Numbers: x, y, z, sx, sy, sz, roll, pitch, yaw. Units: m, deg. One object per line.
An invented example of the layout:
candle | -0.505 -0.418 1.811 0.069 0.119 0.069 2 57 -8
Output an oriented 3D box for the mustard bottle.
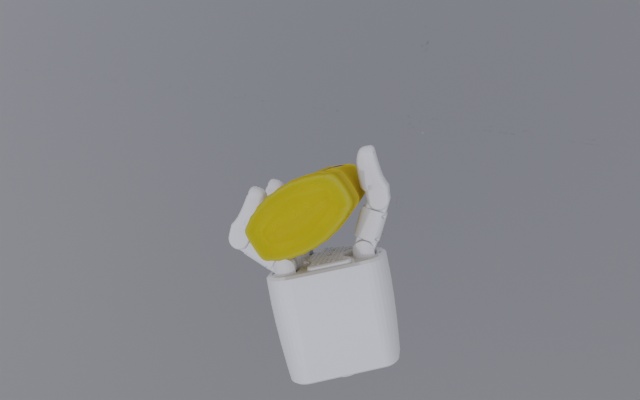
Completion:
mustard bottle | 0.000 0.001 0.473 0.096 0.058 0.191 -35 0 14
